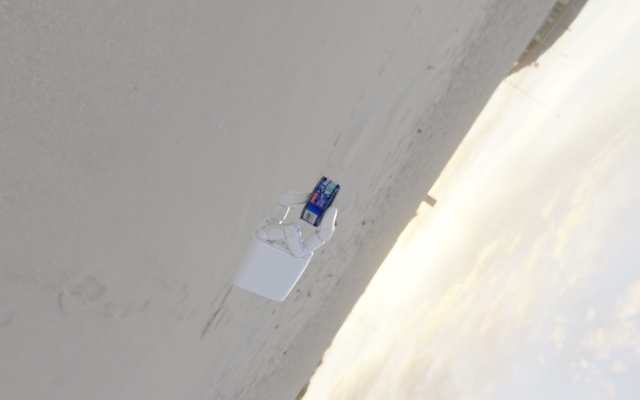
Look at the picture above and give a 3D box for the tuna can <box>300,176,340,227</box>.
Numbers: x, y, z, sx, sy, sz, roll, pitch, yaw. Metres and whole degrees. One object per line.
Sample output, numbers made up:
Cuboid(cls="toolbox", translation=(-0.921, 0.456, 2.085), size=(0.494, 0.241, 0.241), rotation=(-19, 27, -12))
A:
Cuboid(cls="tuna can", translation=(0.001, 0.003, 0.824), size=(0.034, 0.086, 0.086), rotation=(30, 3, 6))
